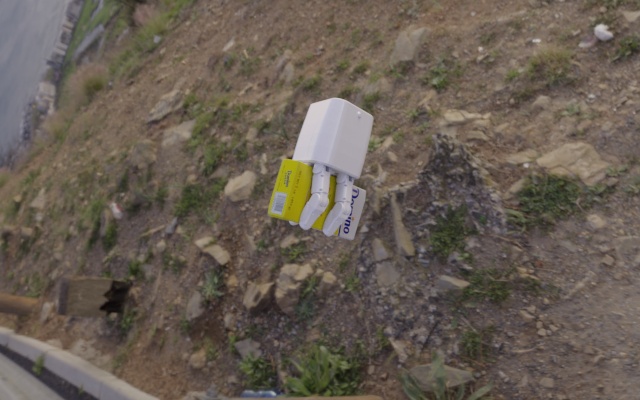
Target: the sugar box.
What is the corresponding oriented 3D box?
[{"bbox_3d":[0.000,0.002,0.786,0.176,0.093,0.048,19,-5,-43],"label":"sugar box"}]
